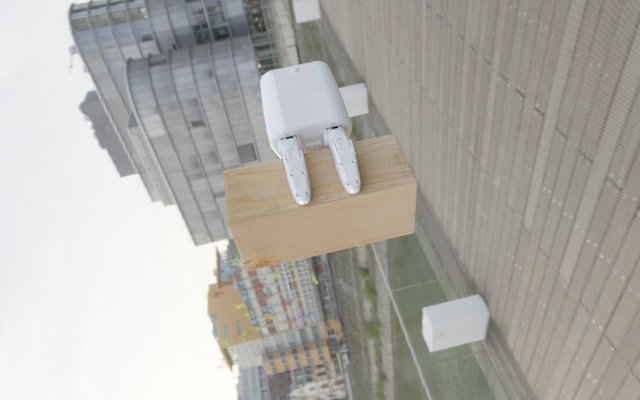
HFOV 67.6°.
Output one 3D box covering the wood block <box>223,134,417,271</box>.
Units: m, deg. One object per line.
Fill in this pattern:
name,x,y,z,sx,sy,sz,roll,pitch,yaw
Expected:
wood block,0.000,0.002,0.564,0.206,0.090,0.091,-13,-42,-3
